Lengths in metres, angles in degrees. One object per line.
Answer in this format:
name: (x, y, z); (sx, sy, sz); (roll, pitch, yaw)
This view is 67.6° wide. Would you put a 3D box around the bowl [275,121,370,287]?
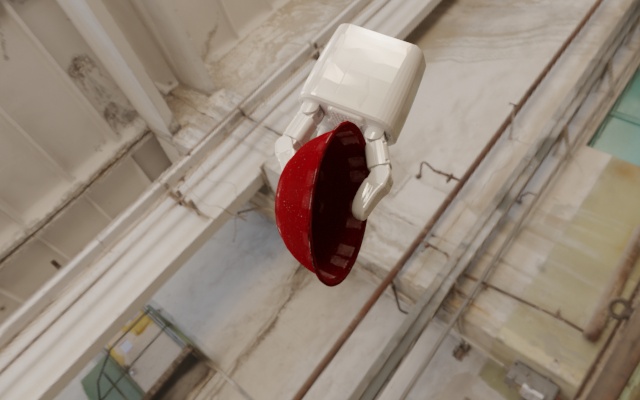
bowl: (-0.001, 0.003, 0.476); (0.055, 0.162, 0.162); (6, 2, 23)
